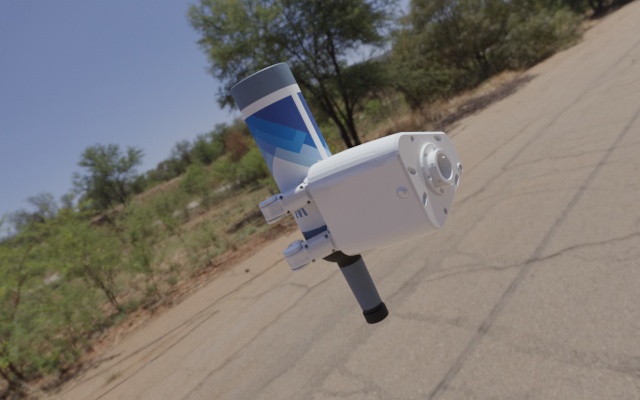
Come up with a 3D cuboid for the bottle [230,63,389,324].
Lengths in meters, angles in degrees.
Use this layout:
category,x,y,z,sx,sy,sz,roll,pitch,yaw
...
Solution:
category,x,y,z,sx,sy,sz,roll,pitch,yaw
bottle,0.000,0.001,0.519,0.069,0.296,0.069,-26,8,4
